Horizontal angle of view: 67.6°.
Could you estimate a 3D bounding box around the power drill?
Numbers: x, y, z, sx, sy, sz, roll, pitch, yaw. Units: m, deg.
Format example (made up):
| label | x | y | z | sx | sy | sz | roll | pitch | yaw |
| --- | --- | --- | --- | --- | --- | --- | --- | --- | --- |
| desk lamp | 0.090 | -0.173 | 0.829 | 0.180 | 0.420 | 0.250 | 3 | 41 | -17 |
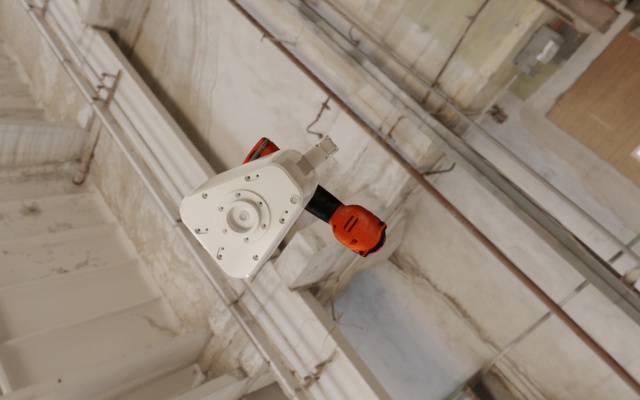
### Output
| label | x | y | z | sx | sy | sz | roll | pitch | yaw |
| --- | --- | --- | --- | --- | --- | --- | --- | --- | --- |
| power drill | 0.000 | 0.002 | 0.604 | 0.187 | 0.057 | 0.184 | 33 | -3 | 16 |
